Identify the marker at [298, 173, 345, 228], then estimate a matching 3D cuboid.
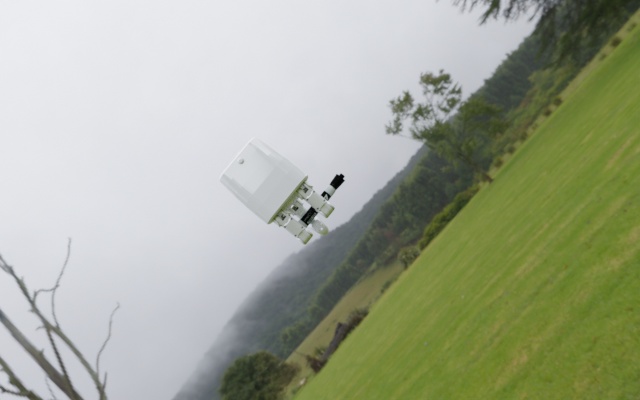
[{"bbox_3d":[0.000,0.003,0.809,0.020,0.121,0.020,39,-5,4],"label":"marker"}]
